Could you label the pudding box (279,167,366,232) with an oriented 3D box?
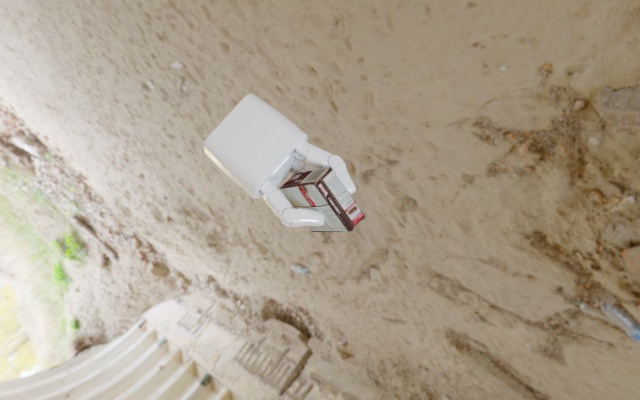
[{"bbox_3d":[0.000,0.002,0.691,0.039,0.090,0.113,-44,18,-23],"label":"pudding box"}]
